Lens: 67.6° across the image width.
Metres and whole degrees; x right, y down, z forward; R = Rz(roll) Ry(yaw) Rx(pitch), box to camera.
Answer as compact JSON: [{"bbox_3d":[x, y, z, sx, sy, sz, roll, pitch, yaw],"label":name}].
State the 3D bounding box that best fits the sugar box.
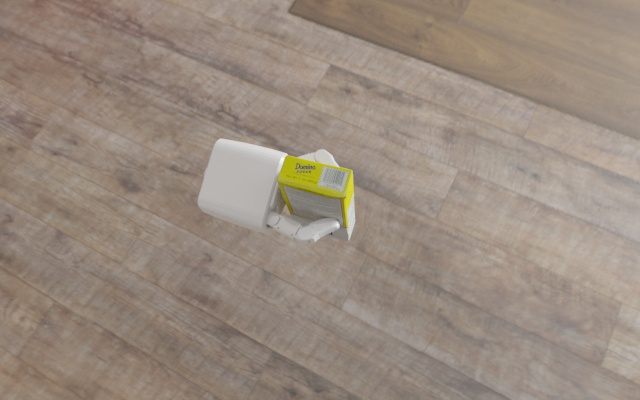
[{"bbox_3d":[0.000,0.002,0.682,0.093,0.048,0.176,15,-18,10],"label":"sugar box"}]
